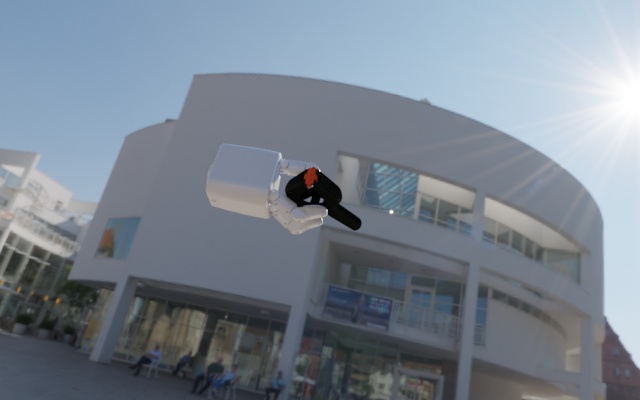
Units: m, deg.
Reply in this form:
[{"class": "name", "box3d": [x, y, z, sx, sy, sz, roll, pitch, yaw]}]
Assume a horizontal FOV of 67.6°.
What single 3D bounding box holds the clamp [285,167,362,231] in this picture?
[{"class": "clamp", "box3d": [0.000, 0.002, 0.817, 0.164, 0.036, 0.210, 10, -21, 0]}]
